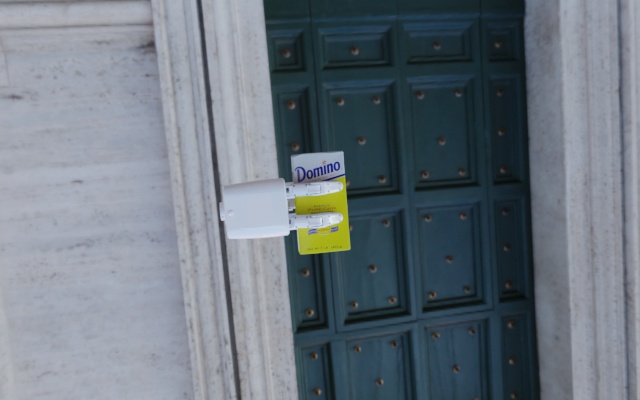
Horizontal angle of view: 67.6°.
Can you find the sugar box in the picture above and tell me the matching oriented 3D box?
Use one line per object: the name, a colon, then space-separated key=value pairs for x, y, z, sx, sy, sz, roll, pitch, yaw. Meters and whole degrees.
sugar box: x=0.000 y=0.003 z=0.852 sx=0.093 sy=0.176 sz=0.048 roll=-6 pitch=5 yaw=-6
